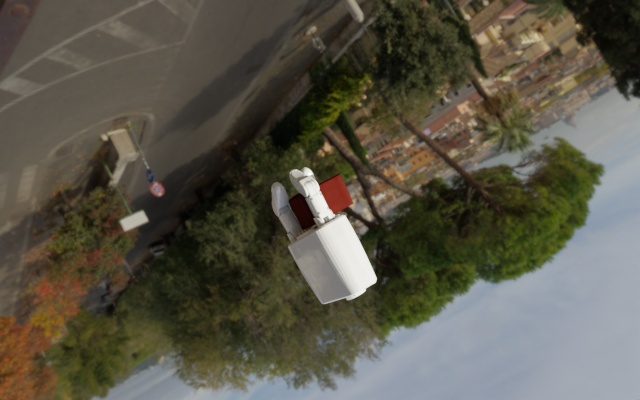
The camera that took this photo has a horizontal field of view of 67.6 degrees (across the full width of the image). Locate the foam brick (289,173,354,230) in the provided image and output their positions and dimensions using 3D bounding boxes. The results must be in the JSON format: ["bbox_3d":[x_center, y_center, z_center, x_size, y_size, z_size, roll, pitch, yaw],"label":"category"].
[{"bbox_3d":[0.000,0.002,0.717,0.078,0.051,0.053,-28,-1,-19],"label":"foam brick"}]
